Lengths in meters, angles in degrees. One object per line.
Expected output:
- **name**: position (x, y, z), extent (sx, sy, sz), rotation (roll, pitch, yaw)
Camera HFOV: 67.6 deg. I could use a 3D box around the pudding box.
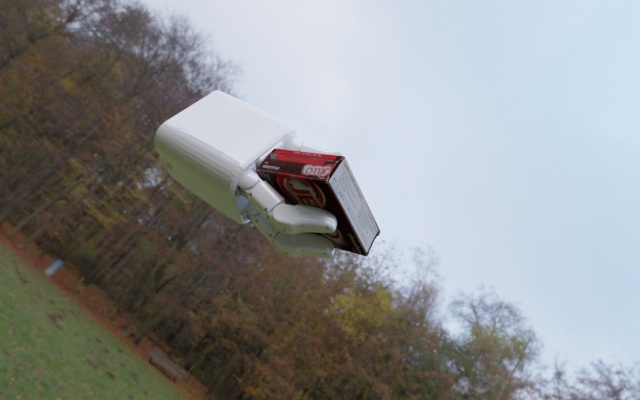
- **pudding box**: position (0.000, 0.001, 0.478), extent (0.090, 0.039, 0.114), rotation (12, -33, 39)
